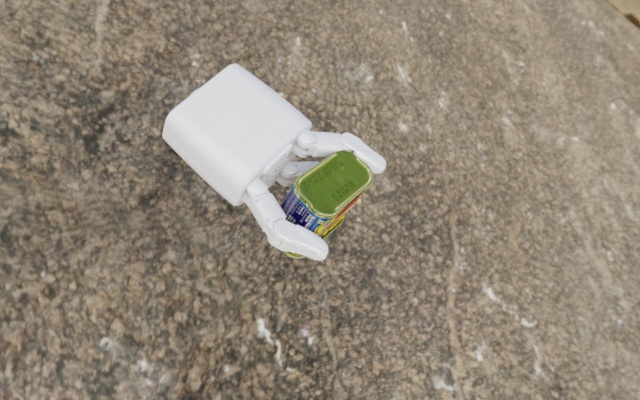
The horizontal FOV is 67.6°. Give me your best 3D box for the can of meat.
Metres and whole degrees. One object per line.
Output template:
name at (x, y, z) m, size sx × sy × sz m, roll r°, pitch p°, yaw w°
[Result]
can of meat at (0.000, 0.002, 0.506) m, size 0.102 × 0.057 × 0.084 m, roll -39°, pitch -11°, yaw -41°
